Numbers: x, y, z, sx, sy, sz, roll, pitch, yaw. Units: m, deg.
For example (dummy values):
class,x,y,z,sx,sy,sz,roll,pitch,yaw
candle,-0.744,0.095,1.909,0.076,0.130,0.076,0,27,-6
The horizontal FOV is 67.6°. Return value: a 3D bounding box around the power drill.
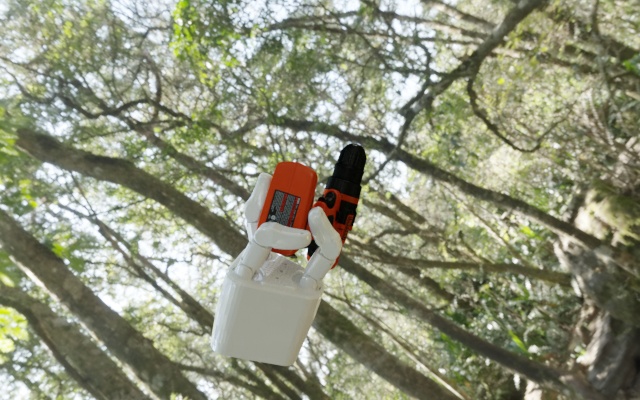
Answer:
class,x,y,z,sx,sy,sz,roll,pitch,yaw
power drill,0.000,0.002,0.615,0.057,0.184,0.188,16,1,25
